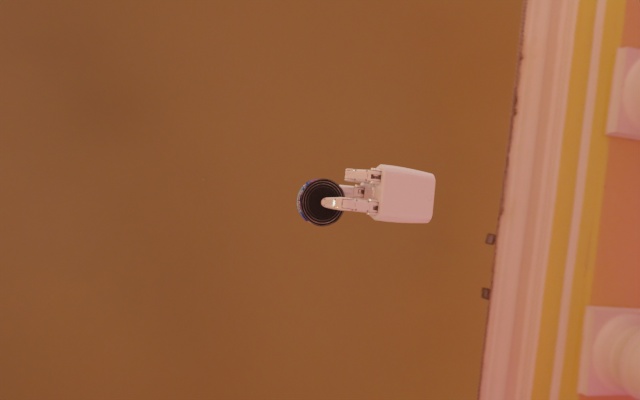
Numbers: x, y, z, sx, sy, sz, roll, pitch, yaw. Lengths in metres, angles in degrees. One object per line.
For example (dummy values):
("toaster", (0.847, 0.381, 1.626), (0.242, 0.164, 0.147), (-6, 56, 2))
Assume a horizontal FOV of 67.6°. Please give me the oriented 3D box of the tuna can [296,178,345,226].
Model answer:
("tuna can", (0.000, 0.003, 0.865), (0.086, 0.086, 0.034), (0, 3, -19))
